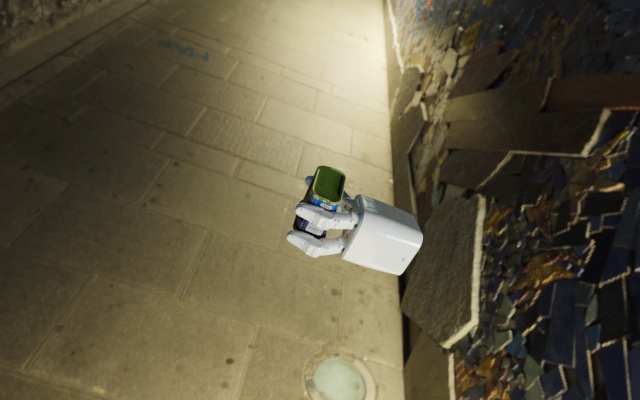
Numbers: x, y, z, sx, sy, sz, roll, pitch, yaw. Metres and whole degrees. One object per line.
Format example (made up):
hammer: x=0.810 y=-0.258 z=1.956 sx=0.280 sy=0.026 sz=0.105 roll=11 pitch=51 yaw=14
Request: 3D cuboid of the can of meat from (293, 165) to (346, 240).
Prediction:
can of meat: x=0.000 y=0.002 z=0.778 sx=0.057 sy=0.084 sz=0.102 roll=21 pitch=35 yaw=-6
